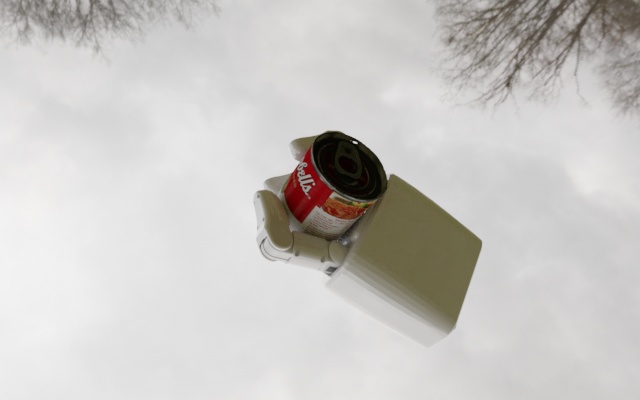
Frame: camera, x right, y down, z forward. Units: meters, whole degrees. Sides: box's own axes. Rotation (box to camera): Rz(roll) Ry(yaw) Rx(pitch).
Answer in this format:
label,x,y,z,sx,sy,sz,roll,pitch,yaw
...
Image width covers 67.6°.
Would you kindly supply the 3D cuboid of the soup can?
label,x,y,z,sx,sy,sz,roll,pitch,yaw
soup can,-0.001,0.001,0.401,0.068,0.068,0.102,0,-35,-35
